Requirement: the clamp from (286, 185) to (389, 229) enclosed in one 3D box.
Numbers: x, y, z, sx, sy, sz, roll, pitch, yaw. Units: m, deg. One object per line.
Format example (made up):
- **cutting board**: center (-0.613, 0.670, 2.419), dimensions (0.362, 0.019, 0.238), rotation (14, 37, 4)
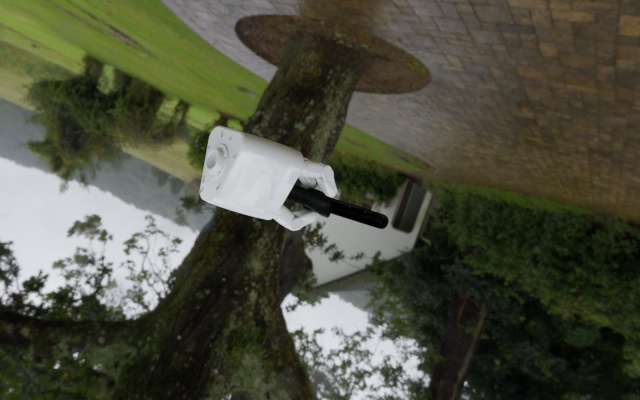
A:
- **clamp**: center (-0.001, 0.003, 0.790), dimensions (0.164, 0.036, 0.210), rotation (16, 3, -43)
